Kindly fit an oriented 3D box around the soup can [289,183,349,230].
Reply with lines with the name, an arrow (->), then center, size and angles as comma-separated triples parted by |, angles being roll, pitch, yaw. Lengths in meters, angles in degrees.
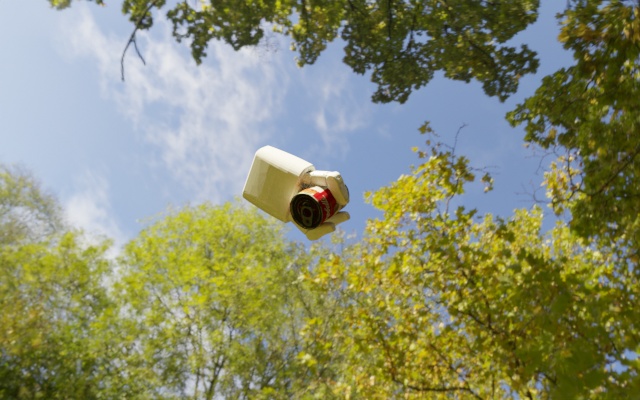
soup can -> 0.001, 0.003, 0.863 | 0.068, 0.068, 0.102 | 0, 19, 33
